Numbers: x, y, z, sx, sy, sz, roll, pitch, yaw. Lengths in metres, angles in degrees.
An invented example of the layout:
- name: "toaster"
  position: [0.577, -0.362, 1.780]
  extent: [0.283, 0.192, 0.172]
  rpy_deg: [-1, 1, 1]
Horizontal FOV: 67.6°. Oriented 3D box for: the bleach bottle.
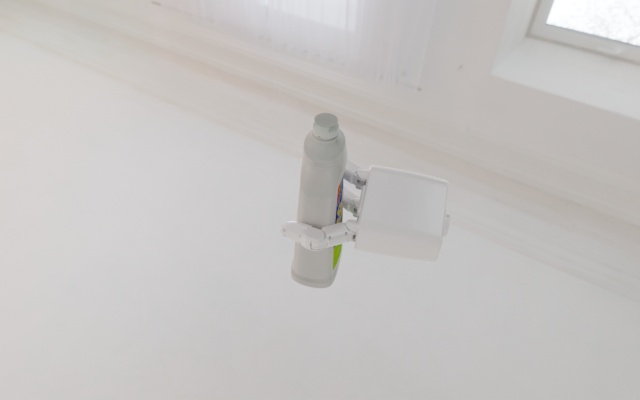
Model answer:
- name: "bleach bottle"
  position: [0.000, 0.002, 0.632]
  extent: [0.068, 0.251, 0.102]
  rpy_deg: [11, 45, 8]
